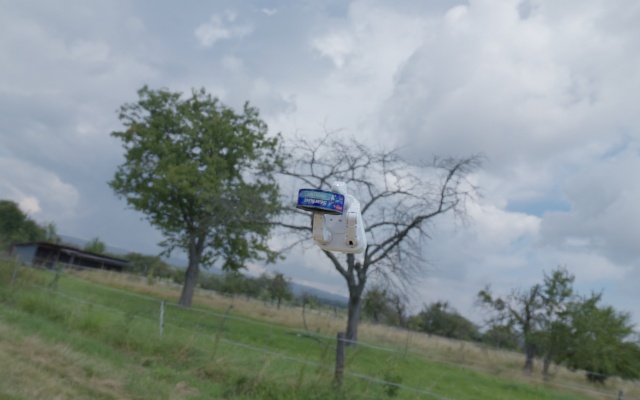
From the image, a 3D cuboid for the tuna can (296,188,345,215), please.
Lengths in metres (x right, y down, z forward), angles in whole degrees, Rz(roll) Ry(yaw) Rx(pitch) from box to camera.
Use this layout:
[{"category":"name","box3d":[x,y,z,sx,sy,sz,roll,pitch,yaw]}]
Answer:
[{"category":"tuna can","box3d":[0.000,0.002,0.854,0.086,0.033,0.086,9,-7,1]}]
